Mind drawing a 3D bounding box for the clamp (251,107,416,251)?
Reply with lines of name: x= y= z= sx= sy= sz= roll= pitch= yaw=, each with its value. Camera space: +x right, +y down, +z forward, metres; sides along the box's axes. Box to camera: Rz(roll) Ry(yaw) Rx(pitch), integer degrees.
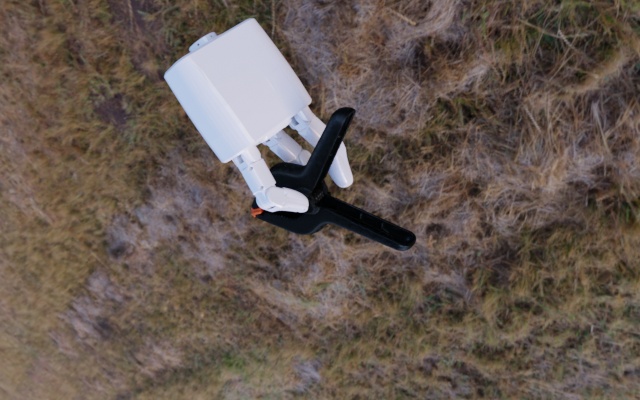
clamp: x=-0.001 y=0.002 z=0.543 sx=0.210 sy=0.164 sz=0.036 roll=-20 pitch=17 yaw=45
